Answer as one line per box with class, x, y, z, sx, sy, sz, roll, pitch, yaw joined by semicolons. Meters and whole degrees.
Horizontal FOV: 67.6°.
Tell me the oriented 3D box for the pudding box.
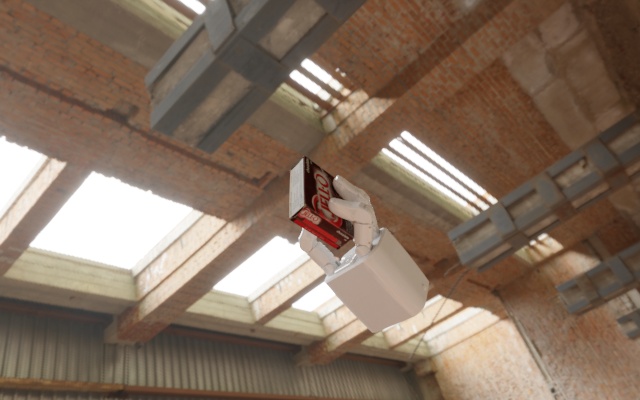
pudding box;0.000;0.002;0.665;0.090;0.113;0.039;35;-62;-28
